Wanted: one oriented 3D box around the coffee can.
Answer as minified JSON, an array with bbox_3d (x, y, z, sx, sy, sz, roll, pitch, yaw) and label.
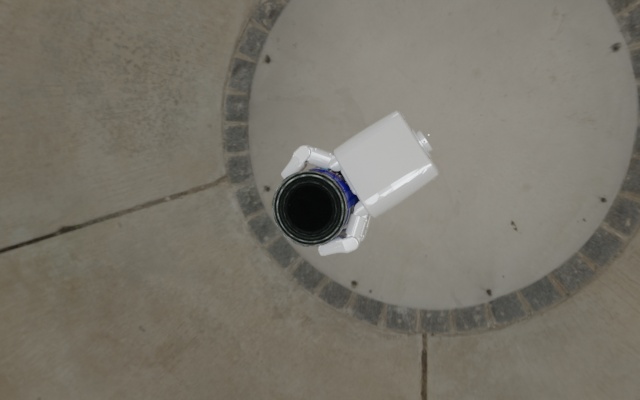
[{"bbox_3d":[0.000,0.002,0.690,0.103,0.103,0.140,0,8,13],"label":"coffee can"}]
